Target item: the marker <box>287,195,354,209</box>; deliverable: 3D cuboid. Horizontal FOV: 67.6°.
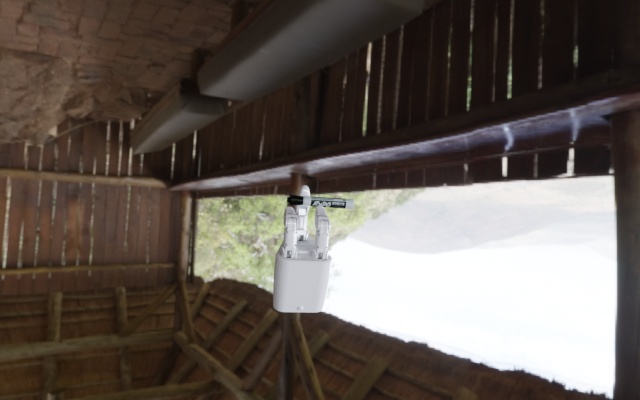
[{"bbox_3d":[0.000,0.003,0.857,0.121,0.020,0.020,4,-1,-10],"label":"marker"}]
